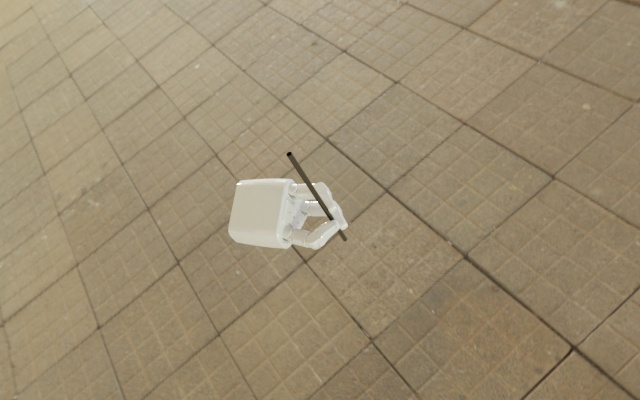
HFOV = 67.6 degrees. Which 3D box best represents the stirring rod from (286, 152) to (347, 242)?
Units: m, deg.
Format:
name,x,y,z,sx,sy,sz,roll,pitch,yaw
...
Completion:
name,x,y,z,sx,sy,sz,roll,pitch,yaw
stirring rod,0.000,0.002,0.738,0.011,0.011,0.240,0,-33,25
